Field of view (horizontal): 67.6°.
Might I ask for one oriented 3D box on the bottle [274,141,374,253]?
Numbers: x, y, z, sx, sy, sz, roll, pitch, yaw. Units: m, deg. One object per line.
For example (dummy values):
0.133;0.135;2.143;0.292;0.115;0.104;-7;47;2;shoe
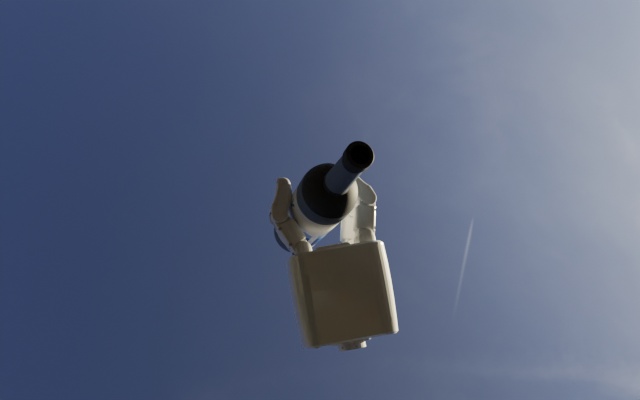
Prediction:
0.000;0.002;0.570;0.069;0.069;0.296;0;-17;-15;bottle
